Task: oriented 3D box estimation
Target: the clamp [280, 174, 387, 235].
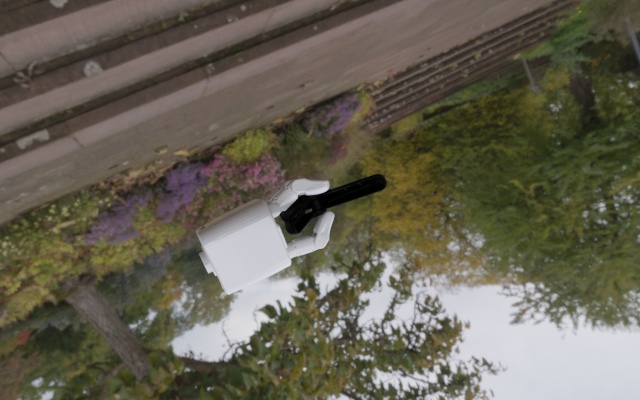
[{"bbox_3d":[0.000,0.003,0.744,0.164,0.036,0.210,-25,8,-15],"label":"clamp"}]
